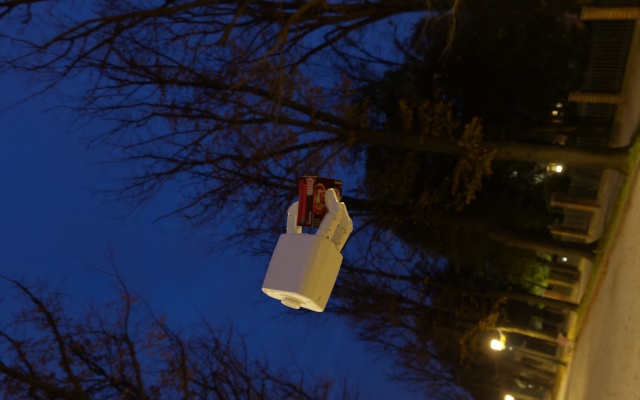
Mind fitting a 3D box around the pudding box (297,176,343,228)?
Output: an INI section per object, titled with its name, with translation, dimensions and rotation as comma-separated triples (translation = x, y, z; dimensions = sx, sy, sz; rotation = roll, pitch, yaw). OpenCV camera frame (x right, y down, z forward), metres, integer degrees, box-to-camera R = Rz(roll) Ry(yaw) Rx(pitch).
[pudding box]
translation = 0.000, 0.003, 0.872
dimensions = 0.039, 0.090, 0.113
rotation = 5, 2, 25
